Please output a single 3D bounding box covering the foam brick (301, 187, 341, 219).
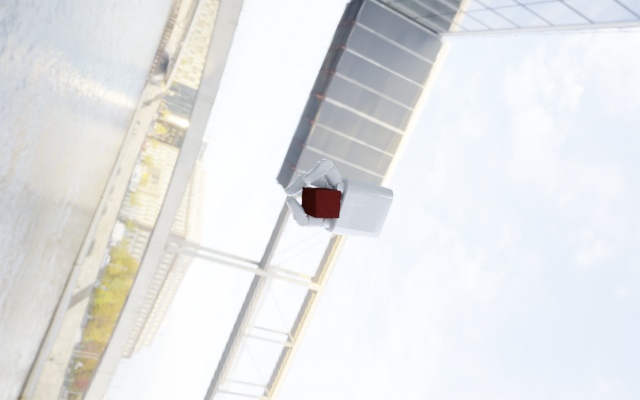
[{"bbox_3d":[0.000,0.003,0.886,0.051,0.053,0.078,3,5,-21],"label":"foam brick"}]
